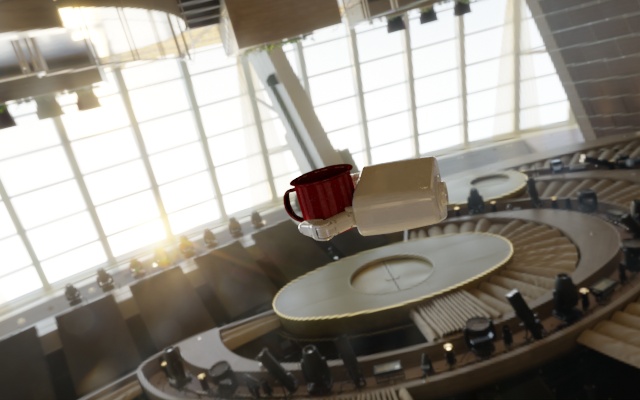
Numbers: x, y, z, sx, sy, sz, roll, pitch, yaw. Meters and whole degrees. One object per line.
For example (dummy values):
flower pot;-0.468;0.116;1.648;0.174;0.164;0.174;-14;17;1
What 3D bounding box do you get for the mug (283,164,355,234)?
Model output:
mug;-0.001;0.003;0.686;0.117;0.081;0.093;-10;16;23
